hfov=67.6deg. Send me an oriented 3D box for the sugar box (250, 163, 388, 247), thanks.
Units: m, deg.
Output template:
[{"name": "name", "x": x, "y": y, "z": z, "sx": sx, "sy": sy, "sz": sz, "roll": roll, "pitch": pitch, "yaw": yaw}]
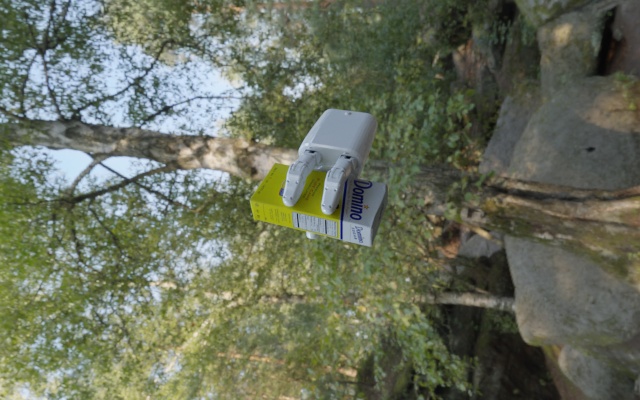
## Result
[{"name": "sugar box", "x": 0.000, "y": 0.002, "z": 0.676, "sx": 0.176, "sy": 0.048, "sz": 0.093, "roll": 10, "pitch": 44, "yaw": 17}]
